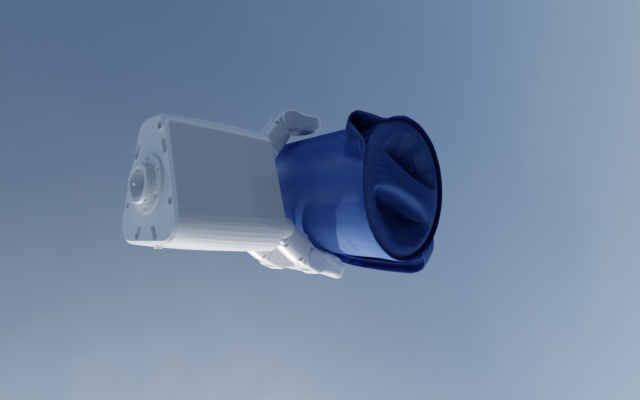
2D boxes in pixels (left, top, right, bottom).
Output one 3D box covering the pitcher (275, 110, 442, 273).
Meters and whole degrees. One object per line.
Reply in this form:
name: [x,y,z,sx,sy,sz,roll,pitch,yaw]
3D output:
pitcher: [0.000,0.002,0.516,0.243,0.149,0.145,-3,-5,43]
